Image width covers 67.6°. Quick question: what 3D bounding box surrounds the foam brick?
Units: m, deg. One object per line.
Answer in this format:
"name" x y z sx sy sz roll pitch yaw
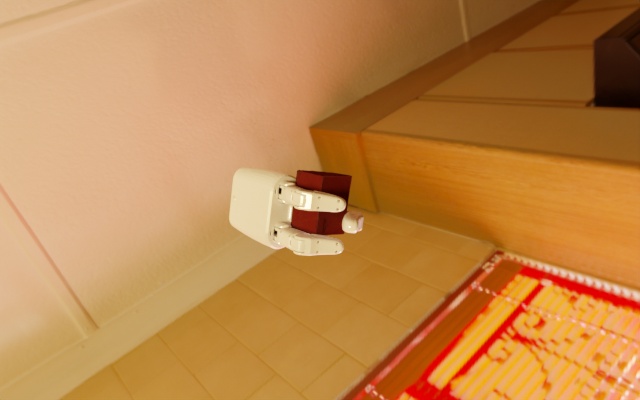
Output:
"foam brick" 0.000 0.002 0.611 0.053 0.078 0.051 0 11 -43
